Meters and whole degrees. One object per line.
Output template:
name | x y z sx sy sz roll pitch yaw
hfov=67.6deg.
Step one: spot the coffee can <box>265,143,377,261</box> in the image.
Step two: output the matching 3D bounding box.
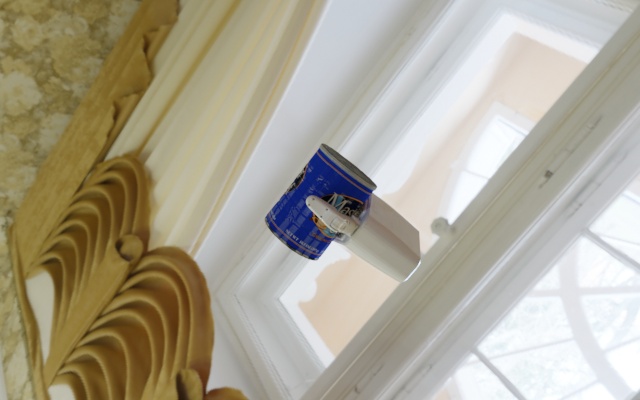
coffee can | 0.000 0.002 0.701 0.103 0.140 0.102 37 10 -8
